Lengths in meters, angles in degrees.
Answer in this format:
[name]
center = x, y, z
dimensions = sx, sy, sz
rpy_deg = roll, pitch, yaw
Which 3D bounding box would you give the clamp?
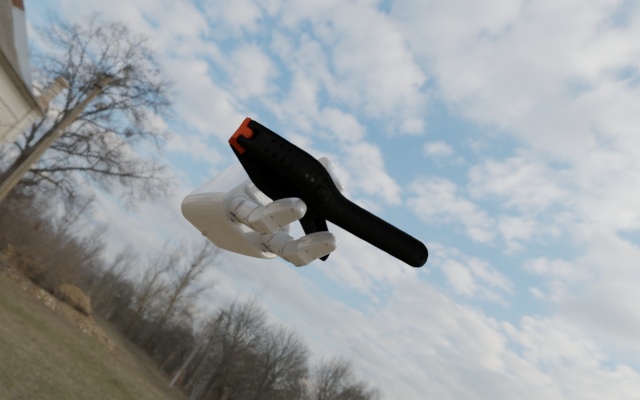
[clamp]
center = 0.000, 0.001, 0.467
dimensions = 0.164, 0.036, 0.210
rpy_deg = 0, -39, 47
